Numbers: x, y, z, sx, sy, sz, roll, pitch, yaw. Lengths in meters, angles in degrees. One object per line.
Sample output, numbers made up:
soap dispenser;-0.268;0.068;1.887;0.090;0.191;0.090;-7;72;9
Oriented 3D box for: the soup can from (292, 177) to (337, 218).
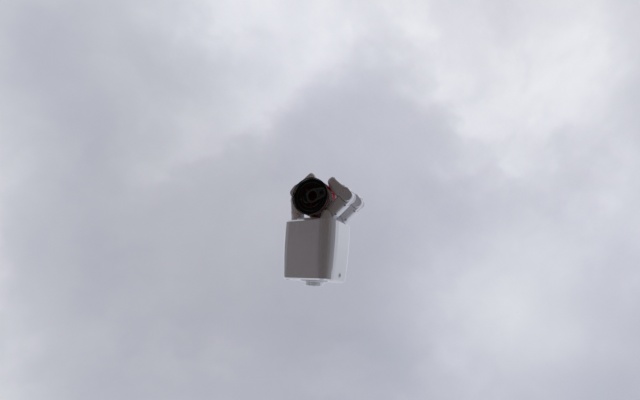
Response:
soup can;0.000;0.002;0.876;0.068;0.068;0.102;0;-12;22
